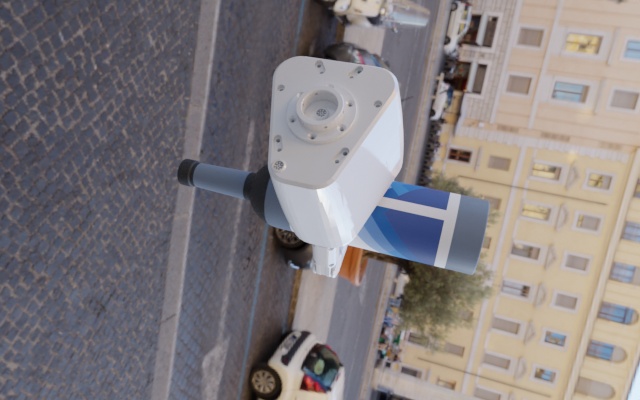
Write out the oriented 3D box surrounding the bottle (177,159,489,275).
[{"bbox_3d":[0.000,0.002,0.451,0.295,0.069,0.069,13,3,14],"label":"bottle"}]
